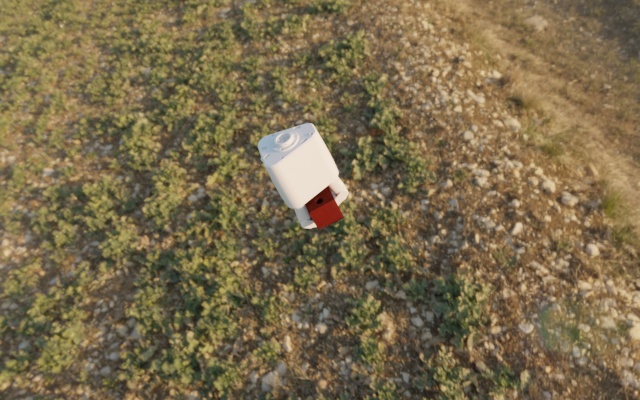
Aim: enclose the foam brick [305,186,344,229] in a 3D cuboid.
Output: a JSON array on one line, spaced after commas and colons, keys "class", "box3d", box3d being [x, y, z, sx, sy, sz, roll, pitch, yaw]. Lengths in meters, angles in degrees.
[{"class": "foam brick", "box3d": [0.000, 0.003, 0.873, 0.053, 0.051, 0.078, -27, 43, 2]}]
